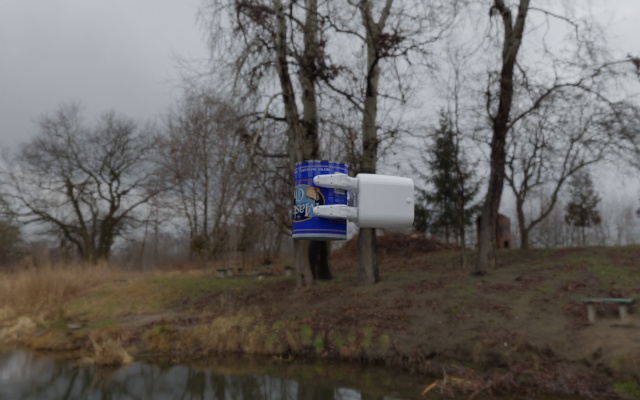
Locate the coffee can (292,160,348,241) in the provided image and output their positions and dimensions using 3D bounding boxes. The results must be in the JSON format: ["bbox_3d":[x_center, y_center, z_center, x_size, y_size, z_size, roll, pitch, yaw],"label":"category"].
[{"bbox_3d":[0.000,0.003,0.898,0.103,0.140,0.103,1,-8,0],"label":"coffee can"}]
